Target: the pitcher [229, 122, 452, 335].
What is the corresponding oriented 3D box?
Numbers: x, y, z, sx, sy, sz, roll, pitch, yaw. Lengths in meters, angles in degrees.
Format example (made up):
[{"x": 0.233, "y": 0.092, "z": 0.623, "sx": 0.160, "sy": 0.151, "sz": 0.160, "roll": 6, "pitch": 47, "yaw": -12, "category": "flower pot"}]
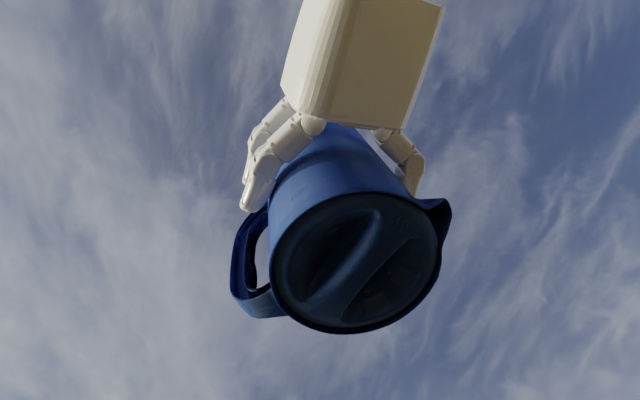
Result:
[{"x": 0.000, "y": 0.001, "z": 0.454, "sx": 0.149, "sy": 0.145, "sz": 0.242, "roll": 11, "pitch": 25, "yaw": -16, "category": "pitcher"}]
